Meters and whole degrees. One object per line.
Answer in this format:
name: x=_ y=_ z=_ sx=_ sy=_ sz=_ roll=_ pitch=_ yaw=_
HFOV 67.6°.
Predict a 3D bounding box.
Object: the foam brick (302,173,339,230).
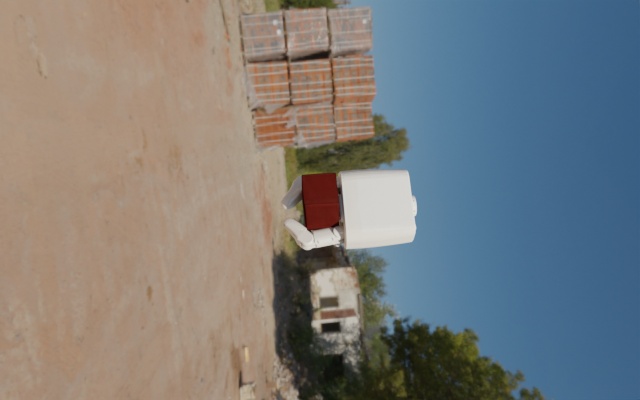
foam brick: x=0.000 y=0.002 z=0.699 sx=0.051 sy=0.053 sz=0.078 roll=-4 pitch=-31 yaw=0
